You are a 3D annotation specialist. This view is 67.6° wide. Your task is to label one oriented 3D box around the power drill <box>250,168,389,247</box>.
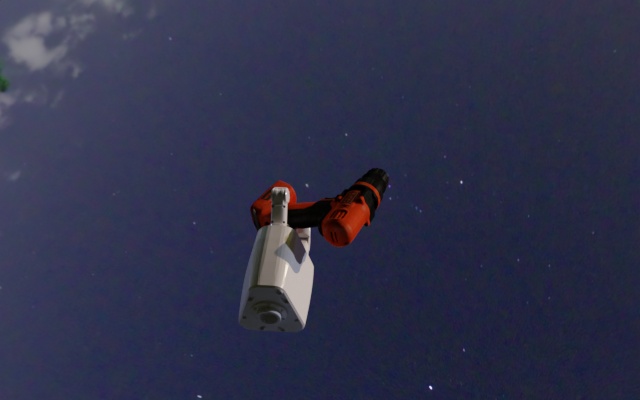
[{"bbox_3d":[0.000,0.003,0.745,0.187,0.057,0.184,-1,28,31],"label":"power drill"}]
